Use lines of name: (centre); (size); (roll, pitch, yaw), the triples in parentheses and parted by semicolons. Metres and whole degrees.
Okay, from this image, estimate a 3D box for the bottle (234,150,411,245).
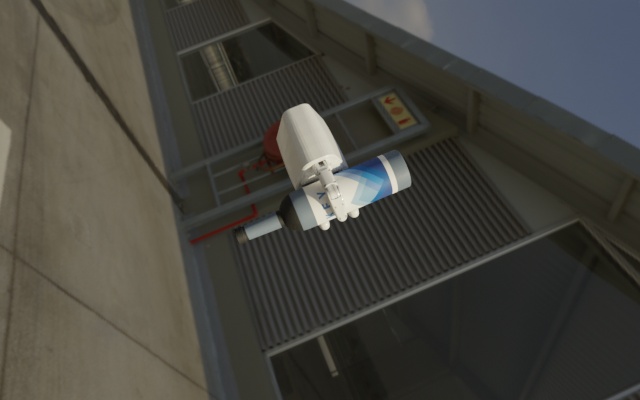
bottle: (0.000, 0.003, 0.782); (0.295, 0.069, 0.069); (-23, 1, -4)
